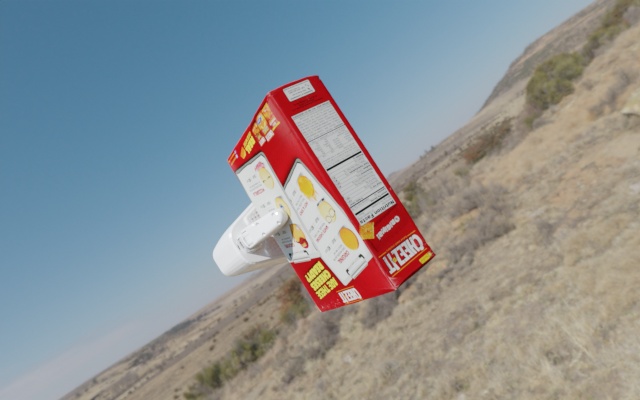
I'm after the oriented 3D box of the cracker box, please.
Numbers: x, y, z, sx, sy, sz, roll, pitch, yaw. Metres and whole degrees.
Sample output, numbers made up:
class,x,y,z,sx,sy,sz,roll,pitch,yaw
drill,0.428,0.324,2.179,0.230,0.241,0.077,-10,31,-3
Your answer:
class,x,y,z,sx,sy,sz,roll,pitch,yaw
cracker box,0.000,0.002,0.508,0.072,0.213,0.164,-31,-4,-31
